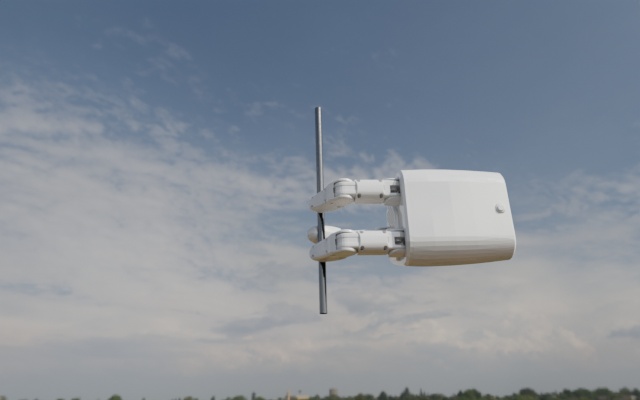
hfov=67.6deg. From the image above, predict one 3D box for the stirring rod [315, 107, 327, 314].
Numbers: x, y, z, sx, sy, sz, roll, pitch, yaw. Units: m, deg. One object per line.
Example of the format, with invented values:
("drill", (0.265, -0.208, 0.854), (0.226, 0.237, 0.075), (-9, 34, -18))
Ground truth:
("stirring rod", (0.000, 0.002, 0.521), (0.011, 0.239, 0.011), (-1, -23, -1))
